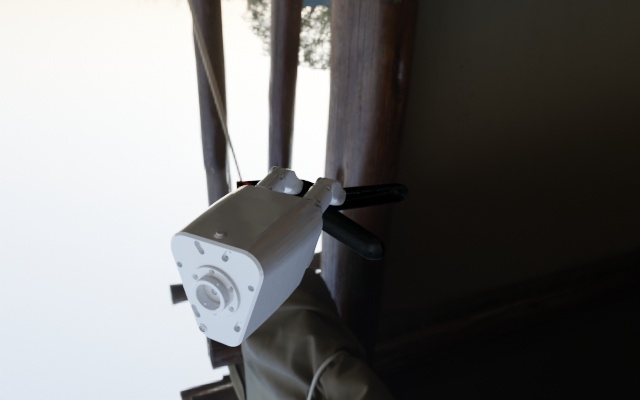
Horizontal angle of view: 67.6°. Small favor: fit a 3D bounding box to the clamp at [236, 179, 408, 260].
[{"bbox_3d":[-0.001,0.003,0.575,0.210,0.036,0.164,13,27,22],"label":"clamp"}]
